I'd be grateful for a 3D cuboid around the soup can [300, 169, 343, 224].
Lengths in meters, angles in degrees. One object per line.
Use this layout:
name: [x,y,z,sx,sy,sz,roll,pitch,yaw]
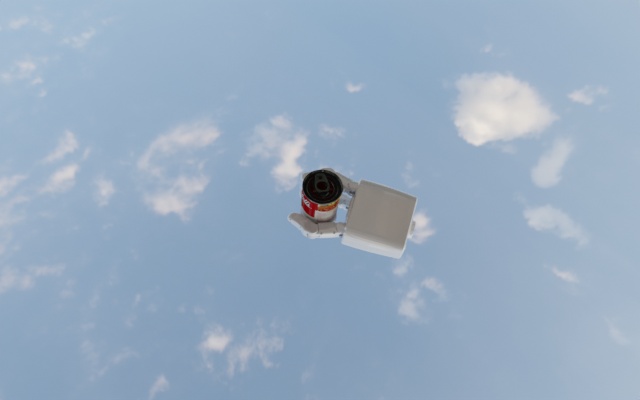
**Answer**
soup can: [0.000,0.003,0.824,0.068,0.068,0.102,0,-31,-5]
